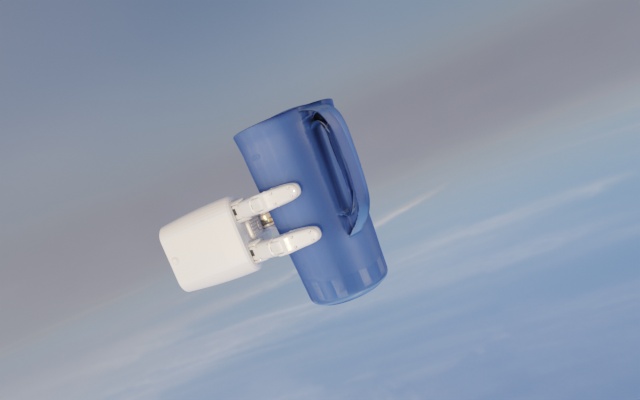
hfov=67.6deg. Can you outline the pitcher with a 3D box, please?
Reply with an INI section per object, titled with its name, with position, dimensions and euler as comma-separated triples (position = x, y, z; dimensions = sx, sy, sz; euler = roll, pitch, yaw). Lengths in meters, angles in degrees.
[pitcher]
position = 0.000, 0.002, 0.598
dimensions = 0.145, 0.243, 0.149
euler = -21, 5, 12
